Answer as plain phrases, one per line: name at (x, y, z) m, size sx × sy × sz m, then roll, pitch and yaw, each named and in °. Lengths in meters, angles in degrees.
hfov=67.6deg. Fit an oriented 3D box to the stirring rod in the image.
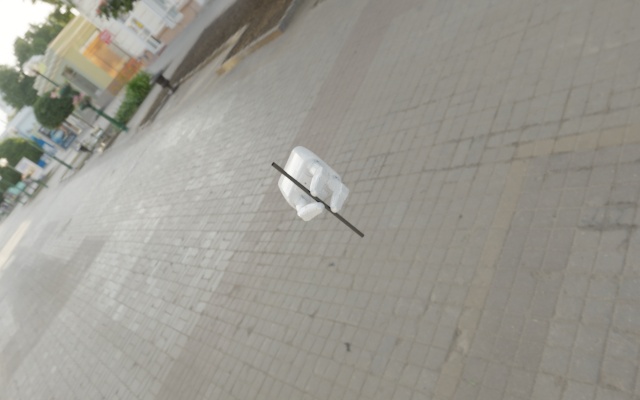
stirring rod at (0.000, 0.003, 0.891) m, size 0.240 × 0.011 × 0.011 m, roll 39°, pitch -20°, yaw -27°
